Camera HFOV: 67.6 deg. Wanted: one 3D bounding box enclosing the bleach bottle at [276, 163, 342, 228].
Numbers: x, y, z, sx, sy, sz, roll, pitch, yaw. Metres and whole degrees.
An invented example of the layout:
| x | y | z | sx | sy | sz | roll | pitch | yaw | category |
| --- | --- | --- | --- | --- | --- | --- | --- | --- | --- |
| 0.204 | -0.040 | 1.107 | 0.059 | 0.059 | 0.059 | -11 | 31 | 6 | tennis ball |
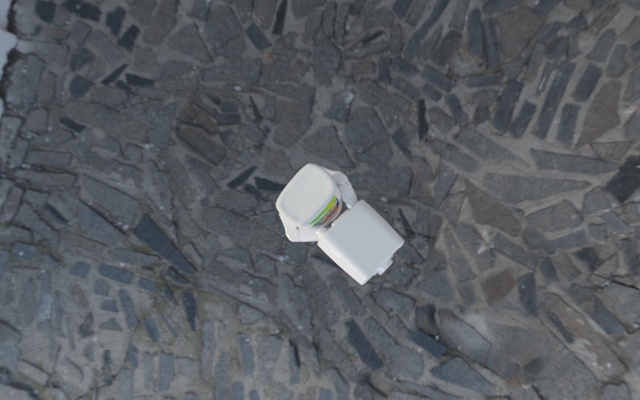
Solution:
| x | y | z | sx | sy | sz | roll | pitch | yaw | category |
| --- | --- | --- | --- | --- | --- | --- | --- | --- | --- |
| 0.000 | 0.003 | 0.860 | 0.068 | 0.102 | 0.251 | 43 | 4 | 12 | bleach bottle |
